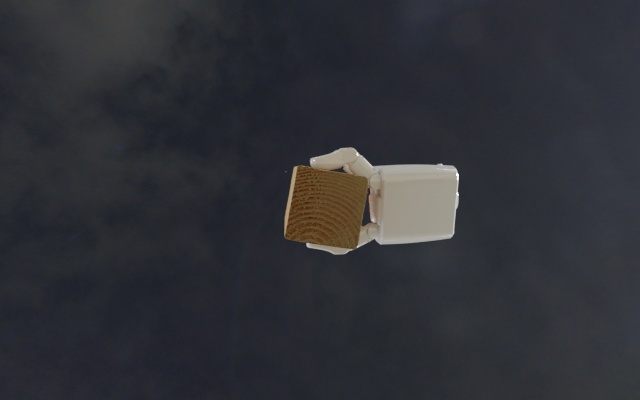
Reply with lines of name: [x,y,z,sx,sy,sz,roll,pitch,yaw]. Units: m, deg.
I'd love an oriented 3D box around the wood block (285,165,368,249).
wood block: [0.000,0.003,0.666,0.090,0.091,0.206,9,3,-5]
